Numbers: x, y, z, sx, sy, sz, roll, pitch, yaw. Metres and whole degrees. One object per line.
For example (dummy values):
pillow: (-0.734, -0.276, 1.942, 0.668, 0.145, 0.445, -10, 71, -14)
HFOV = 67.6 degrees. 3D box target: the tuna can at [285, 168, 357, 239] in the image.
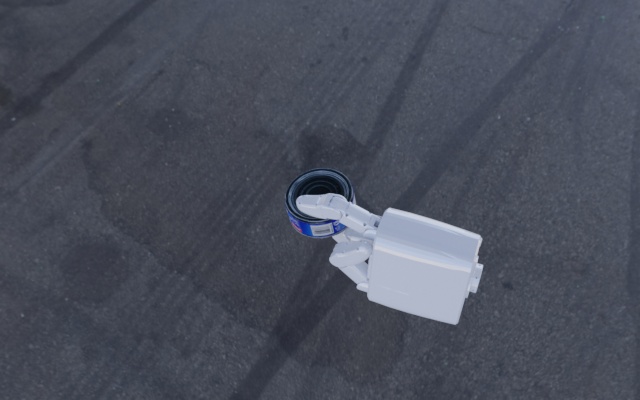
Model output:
tuna can: (0.000, 0.002, 0.582, 0.086, 0.086, 0.034, 0, -37, 11)
